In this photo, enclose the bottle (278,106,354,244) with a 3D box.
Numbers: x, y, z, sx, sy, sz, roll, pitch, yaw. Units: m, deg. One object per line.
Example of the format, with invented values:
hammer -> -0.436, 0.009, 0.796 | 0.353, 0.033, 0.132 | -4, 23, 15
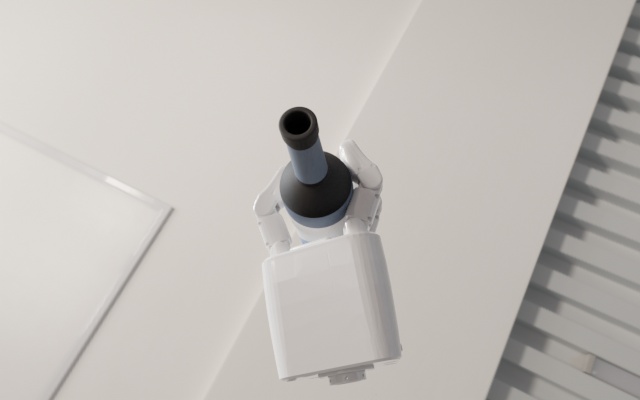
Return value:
bottle -> 0.000, 0.002, 0.464 | 0.069, 0.069, 0.296 | 0, -22, 7
